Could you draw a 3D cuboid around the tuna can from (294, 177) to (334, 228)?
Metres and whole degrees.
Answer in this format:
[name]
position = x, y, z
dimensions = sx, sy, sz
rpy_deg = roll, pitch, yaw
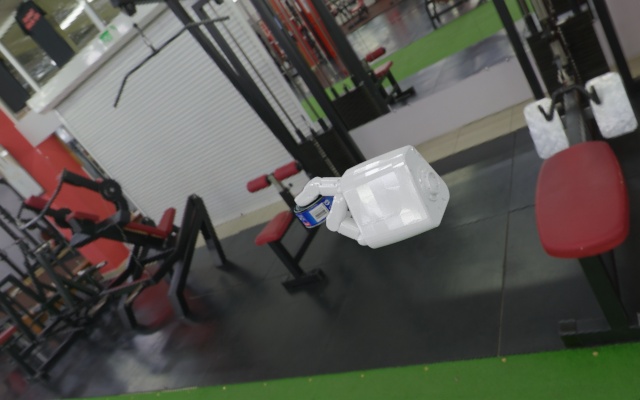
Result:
[tuna can]
position = 0.000, 0.002, 0.752
dimensions = 0.086, 0.034, 0.086
rpy_deg = -36, 17, 13
